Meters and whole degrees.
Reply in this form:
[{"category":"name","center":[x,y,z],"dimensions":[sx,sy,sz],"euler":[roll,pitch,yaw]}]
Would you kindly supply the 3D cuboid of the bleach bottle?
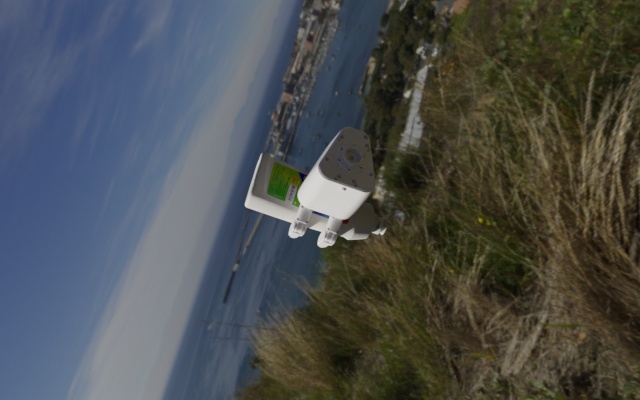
[{"category":"bleach bottle","center":[0.000,0.003,0.847],"dimensions":[0.251,0.102,0.068],"euler":[18,-27,-11]}]
